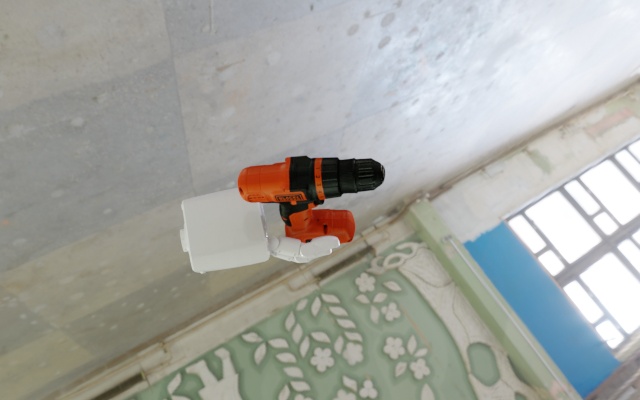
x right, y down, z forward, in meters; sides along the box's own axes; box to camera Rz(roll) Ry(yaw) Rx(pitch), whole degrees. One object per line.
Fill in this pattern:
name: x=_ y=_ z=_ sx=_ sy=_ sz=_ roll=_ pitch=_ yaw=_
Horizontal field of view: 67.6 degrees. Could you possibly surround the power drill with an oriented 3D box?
power drill: x=0.000 y=0.002 z=0.653 sx=0.184 sy=0.057 sz=0.188 roll=-3 pitch=-28 yaw=10
